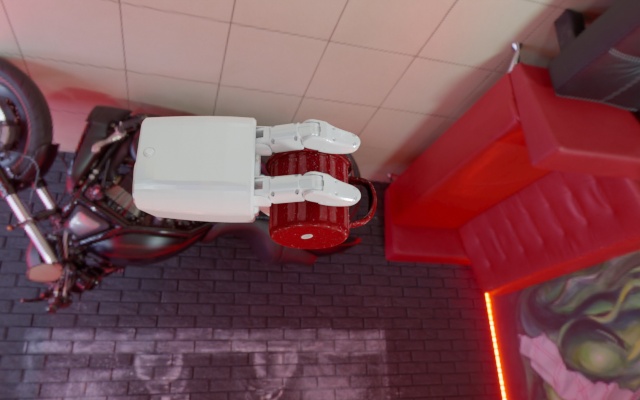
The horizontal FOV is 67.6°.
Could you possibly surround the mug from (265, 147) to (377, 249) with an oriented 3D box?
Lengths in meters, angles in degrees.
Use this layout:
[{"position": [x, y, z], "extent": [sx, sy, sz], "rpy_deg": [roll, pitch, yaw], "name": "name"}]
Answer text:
[{"position": [0.002, 0.002, 0.497], "extent": [0.117, 0.081, 0.093], "rpy_deg": [2, -23, -5], "name": "mug"}]
